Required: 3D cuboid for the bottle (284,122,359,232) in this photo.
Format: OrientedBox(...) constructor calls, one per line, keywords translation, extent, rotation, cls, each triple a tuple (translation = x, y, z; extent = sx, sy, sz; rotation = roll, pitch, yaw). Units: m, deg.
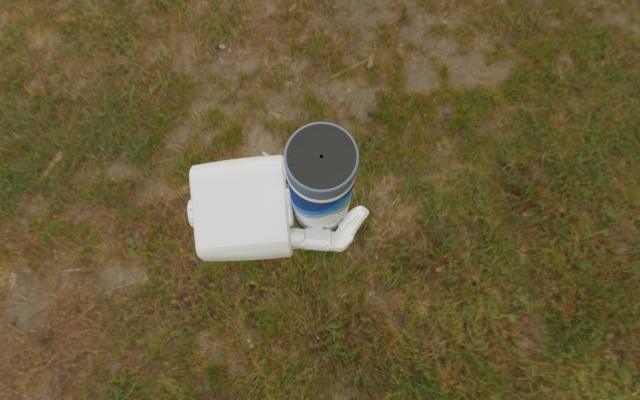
OrientedBox(translation=(0.000, 0.002, 0.559), extent=(0.069, 0.069, 0.296), rotation=(0, -16, 0), cls="bottle")
